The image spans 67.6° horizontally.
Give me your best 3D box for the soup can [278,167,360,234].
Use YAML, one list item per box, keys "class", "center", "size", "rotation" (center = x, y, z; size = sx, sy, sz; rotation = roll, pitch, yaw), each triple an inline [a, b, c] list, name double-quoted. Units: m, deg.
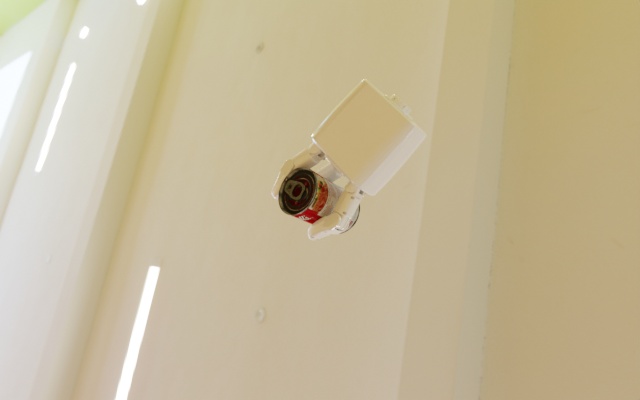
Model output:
- class: "soup can"
  center: [0.000, 0.003, 0.667]
  size: [0.068, 0.068, 0.102]
  rotation: [0, -18, 41]
